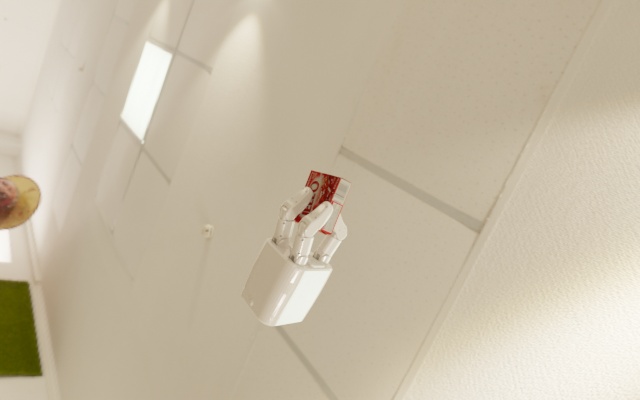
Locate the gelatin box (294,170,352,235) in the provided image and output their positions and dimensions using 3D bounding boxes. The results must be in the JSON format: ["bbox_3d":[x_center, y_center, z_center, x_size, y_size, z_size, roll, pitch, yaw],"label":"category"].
[{"bbox_3d":[0.001,0.002,0.744,0.030,0.089,0.073,26,-5,-41],"label":"gelatin box"}]
